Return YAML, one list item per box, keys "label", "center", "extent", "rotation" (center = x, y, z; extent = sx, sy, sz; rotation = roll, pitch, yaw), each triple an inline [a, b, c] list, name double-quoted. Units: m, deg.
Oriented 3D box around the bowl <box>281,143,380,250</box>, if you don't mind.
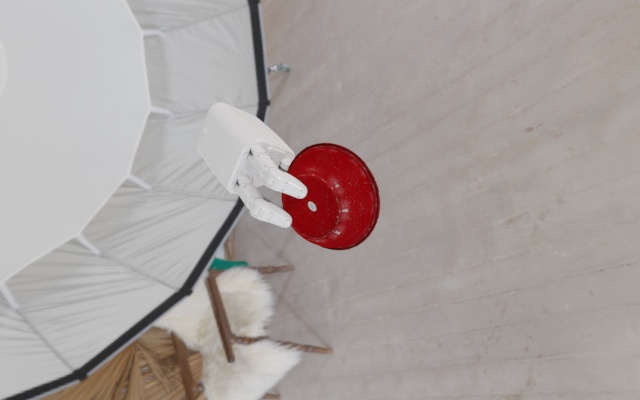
- label: "bowl"
  center: [0.001, 0.003, 0.673]
  extent: [0.162, 0.162, 0.055]
  rotation: [0, 14, 32]
